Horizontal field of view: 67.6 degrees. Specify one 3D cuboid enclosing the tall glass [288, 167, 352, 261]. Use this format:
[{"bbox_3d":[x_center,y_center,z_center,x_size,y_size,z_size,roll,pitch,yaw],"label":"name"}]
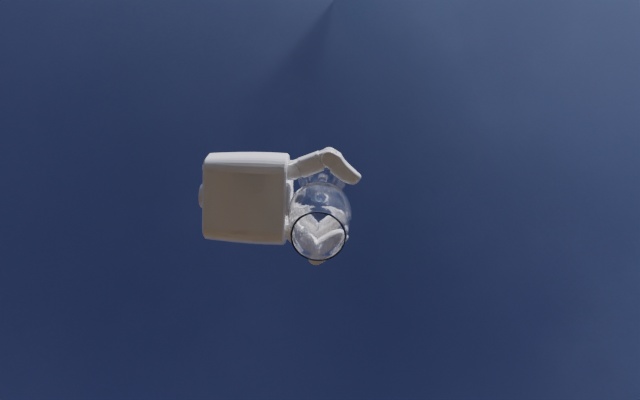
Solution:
[{"bbox_3d":[0.000,0.002,0.618,0.079,0.079,0.201,0,23,1],"label":"tall glass"}]
